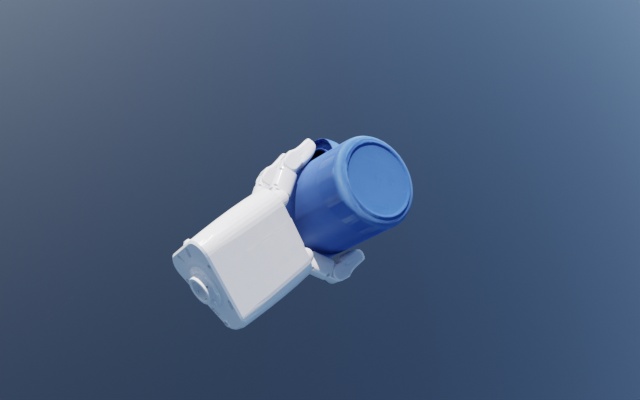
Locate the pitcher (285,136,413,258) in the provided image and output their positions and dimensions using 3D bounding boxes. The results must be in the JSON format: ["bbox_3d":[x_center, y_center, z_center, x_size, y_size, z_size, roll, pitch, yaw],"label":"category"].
[{"bbox_3d":[0.000,0.002,0.612,0.145,0.149,0.243,-36,4,-37],"label":"pitcher"}]
